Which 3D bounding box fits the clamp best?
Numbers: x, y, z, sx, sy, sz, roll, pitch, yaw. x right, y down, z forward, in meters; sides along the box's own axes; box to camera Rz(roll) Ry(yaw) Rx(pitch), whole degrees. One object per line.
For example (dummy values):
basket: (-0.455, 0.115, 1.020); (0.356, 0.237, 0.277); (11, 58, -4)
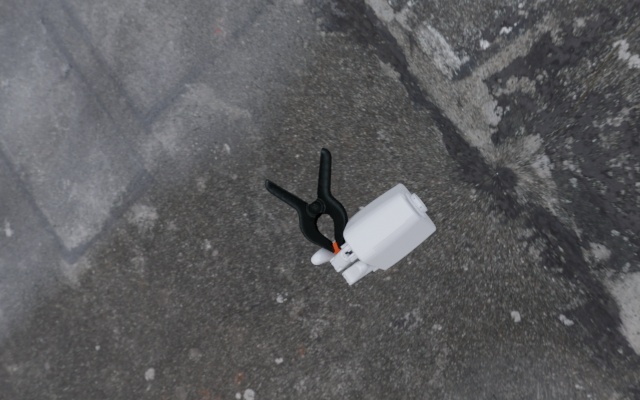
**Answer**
clamp: (0.000, 0.003, 0.769); (0.120, 0.171, 0.039); (-38, -10, 12)
